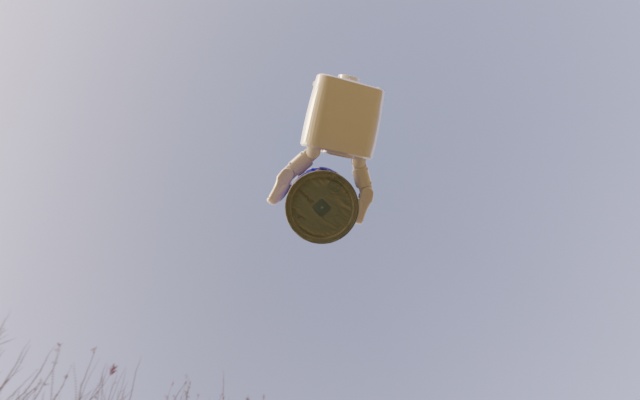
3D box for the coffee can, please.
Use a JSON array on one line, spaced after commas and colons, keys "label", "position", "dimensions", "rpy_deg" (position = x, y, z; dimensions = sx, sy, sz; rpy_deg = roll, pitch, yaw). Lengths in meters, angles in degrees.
[{"label": "coffee can", "position": [0.000, 0.003, 0.725], "dimensions": [0.103, 0.103, 0.140], "rpy_deg": [0, 6, -2]}]
